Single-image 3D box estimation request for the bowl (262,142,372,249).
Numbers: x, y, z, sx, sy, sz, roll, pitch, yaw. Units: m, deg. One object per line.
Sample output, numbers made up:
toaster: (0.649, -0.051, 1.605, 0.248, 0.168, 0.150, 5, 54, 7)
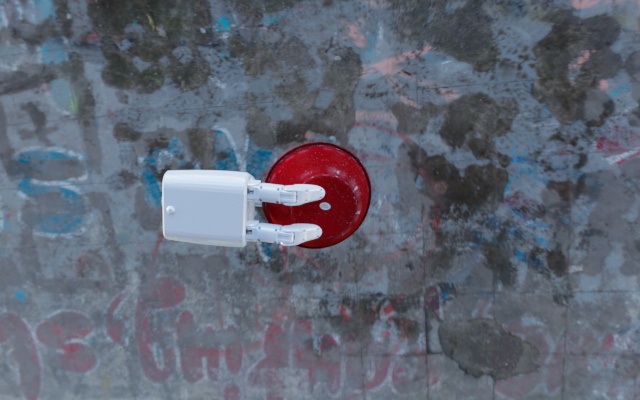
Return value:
bowl: (0.001, 0.002, 0.668, 0.162, 0.162, 0.055, 0, 17, -10)
